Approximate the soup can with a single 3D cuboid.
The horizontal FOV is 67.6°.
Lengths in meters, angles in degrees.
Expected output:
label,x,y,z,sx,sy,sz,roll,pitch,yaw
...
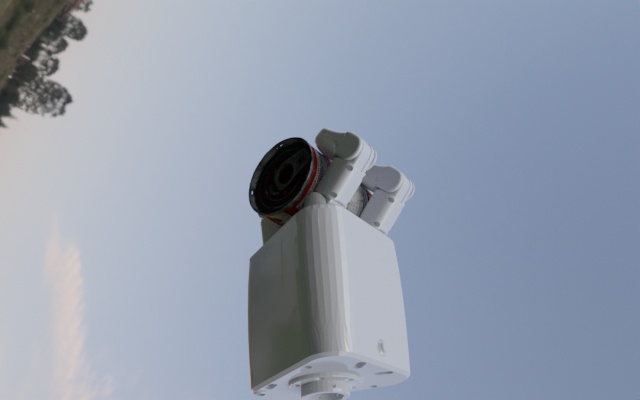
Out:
label,x,y,z,sx,sy,sz,roll,pitch,yaw
soup can,0.000,0.001,0.402,0.068,0.068,0.102,0,-25,45
